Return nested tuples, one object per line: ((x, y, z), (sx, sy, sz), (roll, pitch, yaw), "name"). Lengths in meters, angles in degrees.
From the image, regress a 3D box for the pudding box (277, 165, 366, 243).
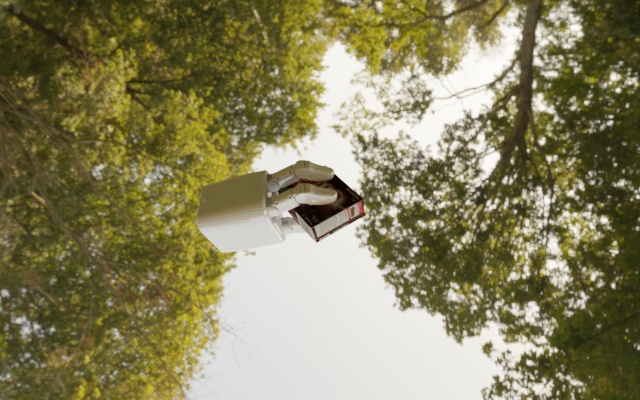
((0.000, 0.002, 0.715), (0.090, 0.039, 0.113), (-29, 45, -15), "pudding box")
